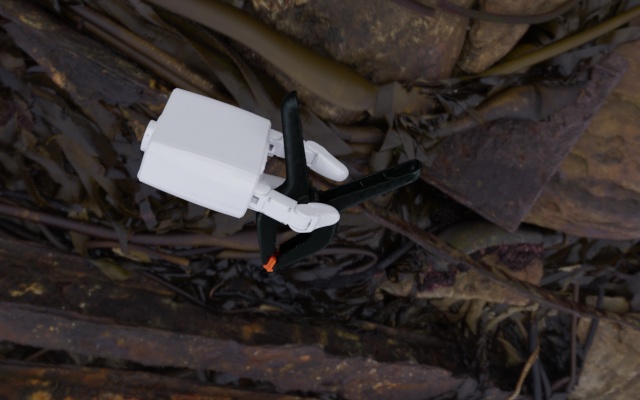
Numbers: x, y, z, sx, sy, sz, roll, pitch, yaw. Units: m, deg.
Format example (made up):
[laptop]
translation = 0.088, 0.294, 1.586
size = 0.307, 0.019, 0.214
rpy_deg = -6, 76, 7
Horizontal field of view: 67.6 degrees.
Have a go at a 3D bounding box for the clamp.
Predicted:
[clamp]
translation = 0.000, 0.002, 0.524
size = 0.164, 0.210, 0.036
rpy_deg = 20, 30, -14
